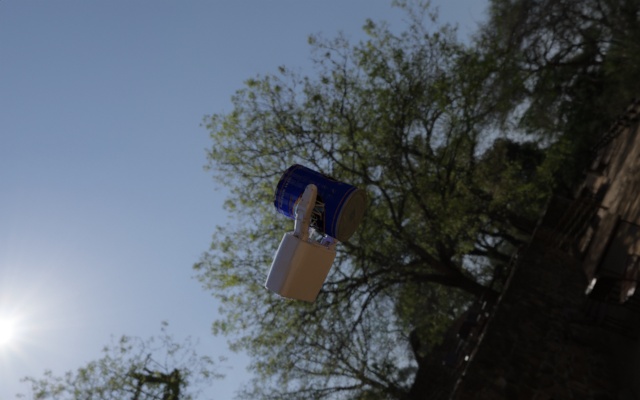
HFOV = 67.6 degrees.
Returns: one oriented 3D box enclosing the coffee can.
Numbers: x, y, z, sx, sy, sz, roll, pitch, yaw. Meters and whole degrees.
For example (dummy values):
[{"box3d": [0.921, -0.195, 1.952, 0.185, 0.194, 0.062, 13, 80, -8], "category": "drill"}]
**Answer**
[{"box3d": [0.000, 0.003, 0.881, 0.140, 0.103, 0.103, 23, 10, 24], "category": "coffee can"}]
